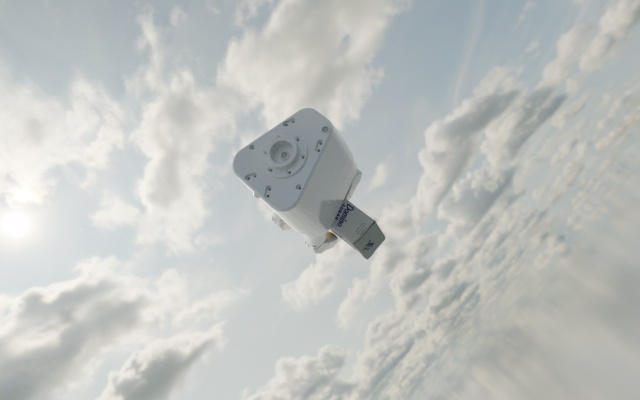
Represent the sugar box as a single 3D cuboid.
[{"bbox_3d":[0.000,0.002,0.624,0.176,0.048,0.093,41,-3,24],"label":"sugar box"}]
